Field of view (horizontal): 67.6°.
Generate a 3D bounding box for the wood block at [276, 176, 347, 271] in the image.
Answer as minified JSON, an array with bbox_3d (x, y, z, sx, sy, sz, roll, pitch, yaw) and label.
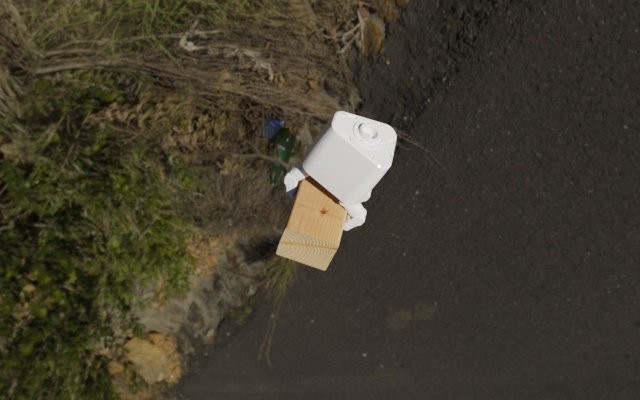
[{"bbox_3d":[0.000,0.003,0.835,0.091,0.206,0.090,20,-38,-3],"label":"wood block"}]
